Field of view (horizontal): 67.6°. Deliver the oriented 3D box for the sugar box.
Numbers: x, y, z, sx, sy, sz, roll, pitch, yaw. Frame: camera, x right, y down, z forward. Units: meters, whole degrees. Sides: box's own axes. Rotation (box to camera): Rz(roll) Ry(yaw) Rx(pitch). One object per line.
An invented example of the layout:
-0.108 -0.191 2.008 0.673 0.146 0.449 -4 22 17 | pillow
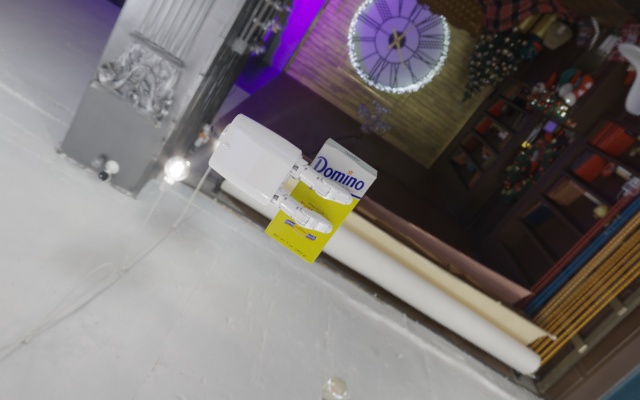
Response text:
0.000 0.003 0.738 0.093 0.176 0.048 34 20 -3 | sugar box
